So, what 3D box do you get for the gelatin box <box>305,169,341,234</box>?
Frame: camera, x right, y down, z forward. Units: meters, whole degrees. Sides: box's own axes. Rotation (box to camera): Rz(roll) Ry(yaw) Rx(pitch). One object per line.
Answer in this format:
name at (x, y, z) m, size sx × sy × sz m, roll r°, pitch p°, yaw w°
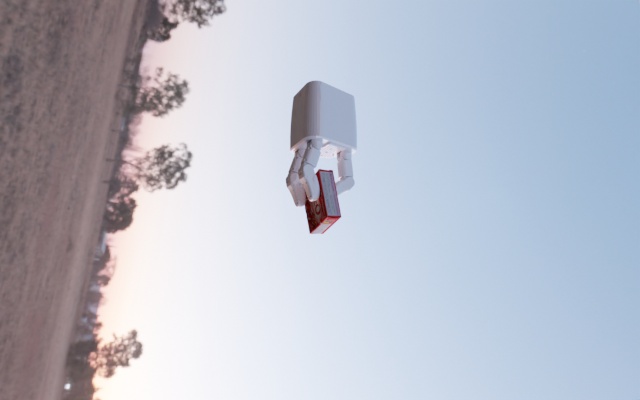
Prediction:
gelatin box at (0.001, 0.003, 0.800) m, size 0.030 × 0.089 × 0.073 m, roll 2°, pitch -26°, yaw -26°
